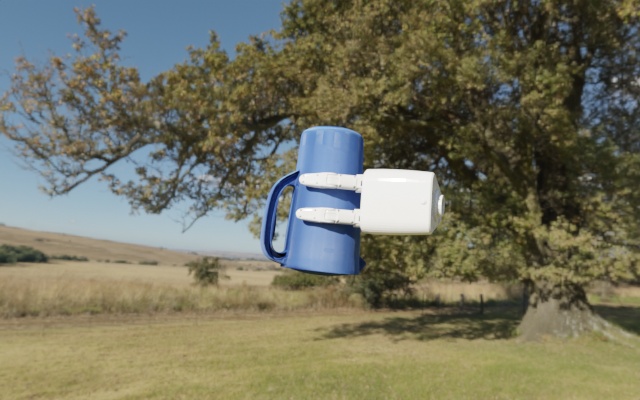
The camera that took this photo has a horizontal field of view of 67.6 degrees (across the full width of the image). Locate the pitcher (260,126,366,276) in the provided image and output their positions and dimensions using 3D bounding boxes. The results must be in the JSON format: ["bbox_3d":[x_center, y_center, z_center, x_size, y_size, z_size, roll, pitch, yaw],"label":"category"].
[{"bbox_3d":[0.000,0.003,0.803,0.145,0.243,0.149,2,-7,24],"label":"pitcher"}]
